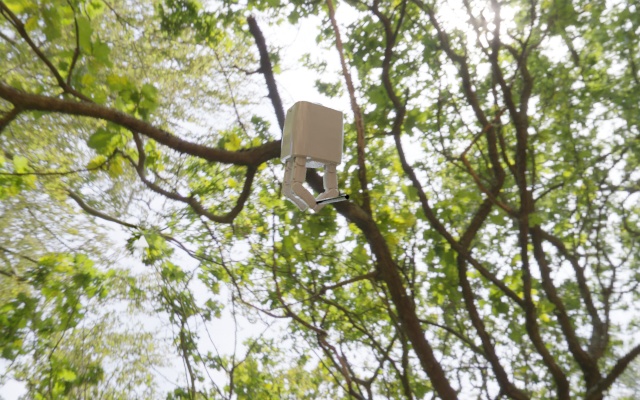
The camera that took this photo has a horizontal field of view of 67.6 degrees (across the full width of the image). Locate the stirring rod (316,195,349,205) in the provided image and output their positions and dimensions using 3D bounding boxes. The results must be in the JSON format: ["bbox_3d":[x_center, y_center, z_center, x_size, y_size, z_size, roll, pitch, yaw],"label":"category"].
[{"bbox_3d":[0.000,0.003,0.859,0.011,0.011,0.239,0,-4,-20],"label":"stirring rod"}]
